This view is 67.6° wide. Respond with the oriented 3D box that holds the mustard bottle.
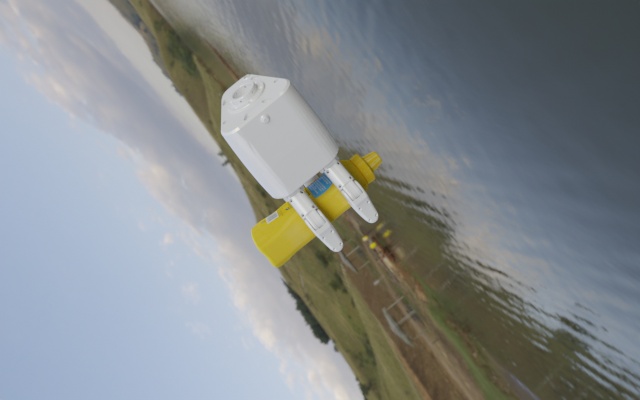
[{"bbox_3d":[0.000,0.002,0.619,0.191,0.058,0.096,-39,13,0],"label":"mustard bottle"}]
